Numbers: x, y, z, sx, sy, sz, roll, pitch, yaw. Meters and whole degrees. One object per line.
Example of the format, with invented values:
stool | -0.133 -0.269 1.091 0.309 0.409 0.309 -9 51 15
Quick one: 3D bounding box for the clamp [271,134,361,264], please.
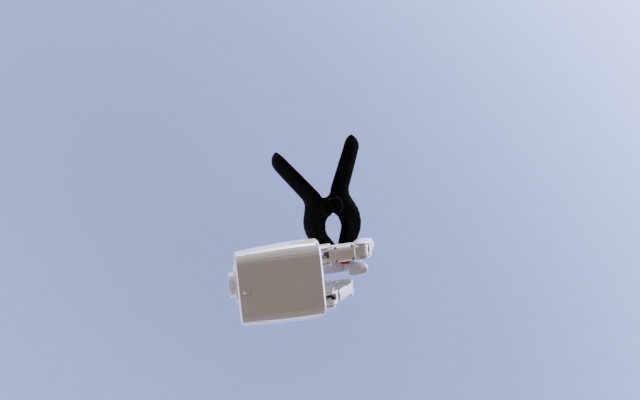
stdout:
clamp | 0.000 0.002 0.632 0.120 0.171 0.039 -6 2 -12
